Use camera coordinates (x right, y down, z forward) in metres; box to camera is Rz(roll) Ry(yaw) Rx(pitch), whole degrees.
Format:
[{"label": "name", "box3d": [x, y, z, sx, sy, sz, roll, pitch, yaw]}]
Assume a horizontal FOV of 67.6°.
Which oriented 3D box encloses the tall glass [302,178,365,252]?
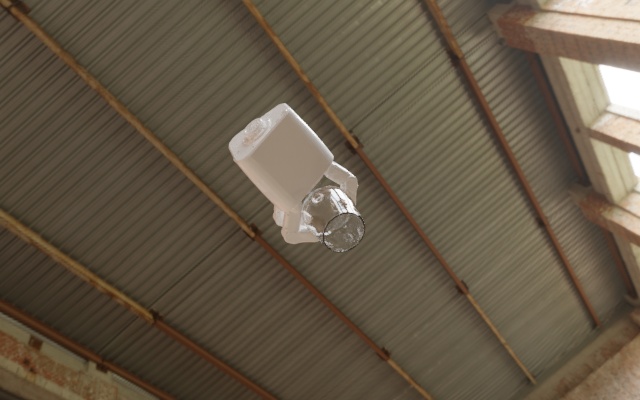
[{"label": "tall glass", "box3d": [0.000, 0.002, 0.727, 0.079, 0.079, 0.201, 0, 25, -21]}]
